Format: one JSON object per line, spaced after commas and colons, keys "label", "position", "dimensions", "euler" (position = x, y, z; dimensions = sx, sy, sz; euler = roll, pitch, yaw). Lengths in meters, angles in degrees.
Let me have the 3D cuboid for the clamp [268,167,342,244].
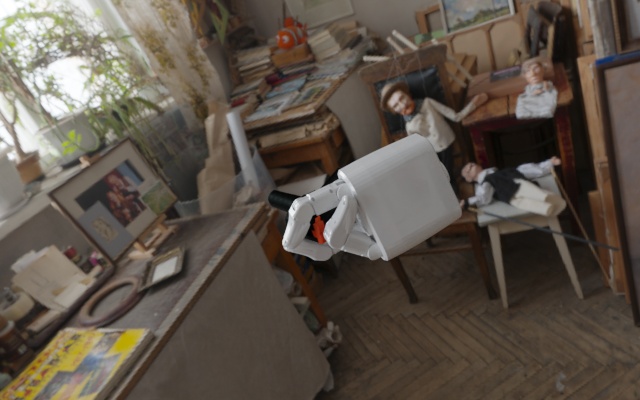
{"label": "clamp", "position": [0.000, 0.002, 0.624], "dimensions": [0.120, 0.039, 0.171], "euler": [-28, 26, -5]}
